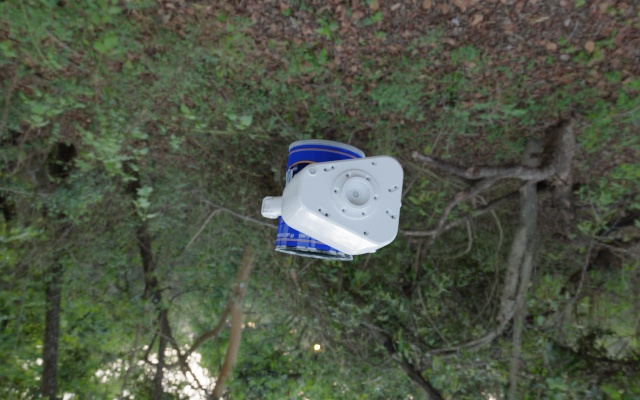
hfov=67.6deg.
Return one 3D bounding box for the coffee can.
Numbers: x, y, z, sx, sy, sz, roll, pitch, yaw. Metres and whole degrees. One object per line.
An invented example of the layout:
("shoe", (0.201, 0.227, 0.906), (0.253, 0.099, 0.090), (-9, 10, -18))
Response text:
("coffee can", (0.000, 0.002, 0.630), (0.103, 0.140, 0.103), (7, -11, 1))
